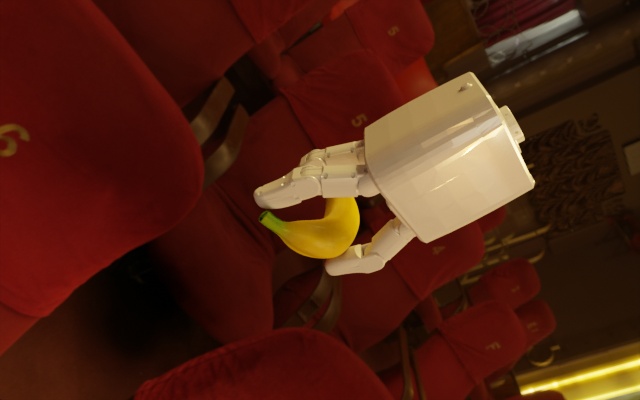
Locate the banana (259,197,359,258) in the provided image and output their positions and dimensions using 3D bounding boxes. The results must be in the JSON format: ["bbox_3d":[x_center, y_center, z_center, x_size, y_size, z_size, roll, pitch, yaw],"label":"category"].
[{"bbox_3d":[0.009,0.018,0.477,0.037,0.069,0.198,-33,-2,21],"label":"banana"}]
